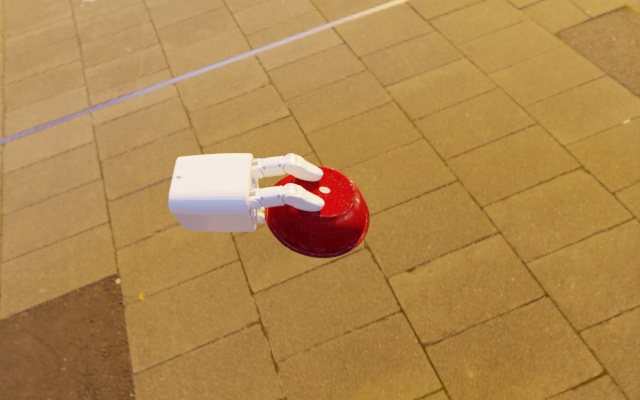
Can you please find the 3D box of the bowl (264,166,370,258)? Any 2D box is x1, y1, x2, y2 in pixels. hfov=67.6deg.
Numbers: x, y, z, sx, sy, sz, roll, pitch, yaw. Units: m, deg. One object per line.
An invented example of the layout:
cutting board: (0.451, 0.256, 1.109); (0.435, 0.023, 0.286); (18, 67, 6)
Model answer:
bowl: (0.001, 0.002, 0.701); (0.162, 0.162, 0.055); (0, -37, -13)
